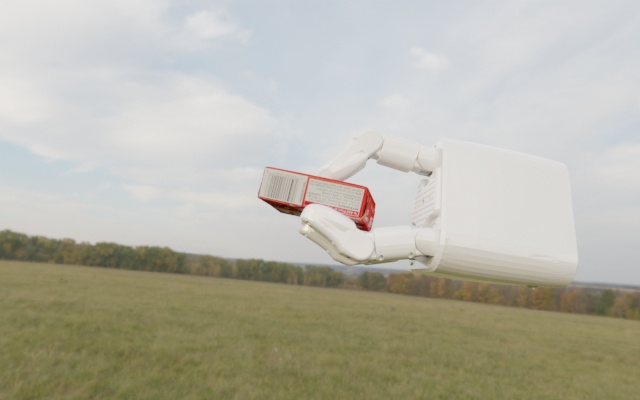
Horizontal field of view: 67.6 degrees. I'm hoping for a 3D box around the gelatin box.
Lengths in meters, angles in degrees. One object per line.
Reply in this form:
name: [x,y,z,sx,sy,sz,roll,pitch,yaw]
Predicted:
gelatin box: [0.000,0.001,0.406,0.089,0.030,0.073,12,-8,12]
